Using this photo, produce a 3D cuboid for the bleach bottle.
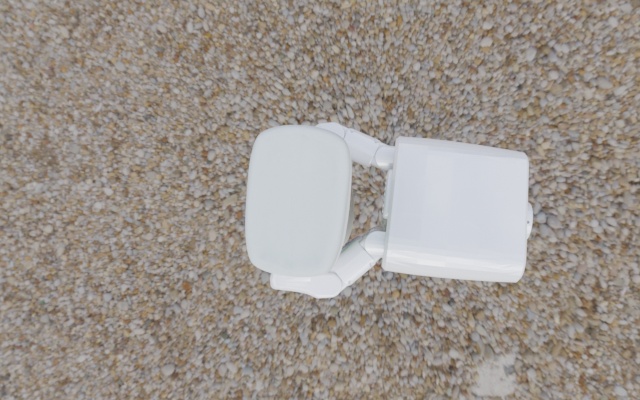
[{"bbox_3d":[0.000,0.001,0.428,0.068,0.102,0.251,6,1,8],"label":"bleach bottle"}]
